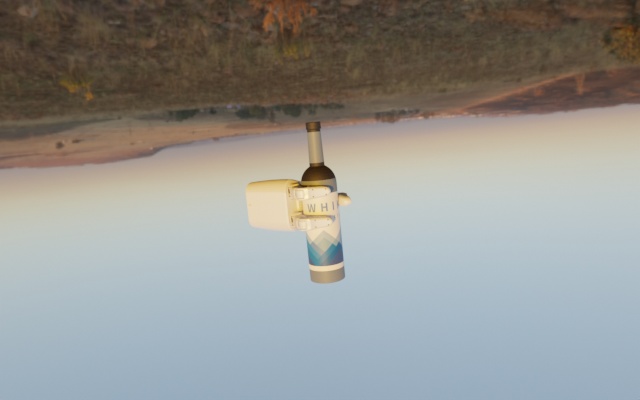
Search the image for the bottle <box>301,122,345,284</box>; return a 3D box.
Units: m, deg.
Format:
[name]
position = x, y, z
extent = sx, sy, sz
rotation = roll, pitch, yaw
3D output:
[bottle]
position = 0.000, 0.003, 0.887
extent = 0.069, 0.296, 0.069
rotation = -5, 8, 1
